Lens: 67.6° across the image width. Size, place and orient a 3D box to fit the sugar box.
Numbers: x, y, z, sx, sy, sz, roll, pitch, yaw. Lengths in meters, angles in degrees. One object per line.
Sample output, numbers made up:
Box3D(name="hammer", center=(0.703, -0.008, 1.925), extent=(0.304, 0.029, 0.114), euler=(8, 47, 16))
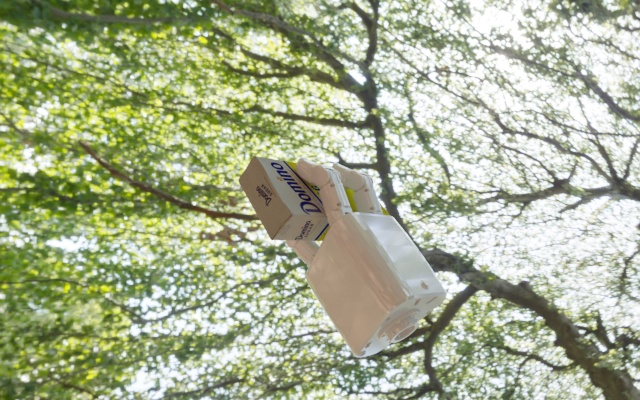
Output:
Box3D(name="sugar box", center=(0.001, 0.002, 0.559), extent=(0.176, 0.093, 0.048), euler=(8, -51, -47))
